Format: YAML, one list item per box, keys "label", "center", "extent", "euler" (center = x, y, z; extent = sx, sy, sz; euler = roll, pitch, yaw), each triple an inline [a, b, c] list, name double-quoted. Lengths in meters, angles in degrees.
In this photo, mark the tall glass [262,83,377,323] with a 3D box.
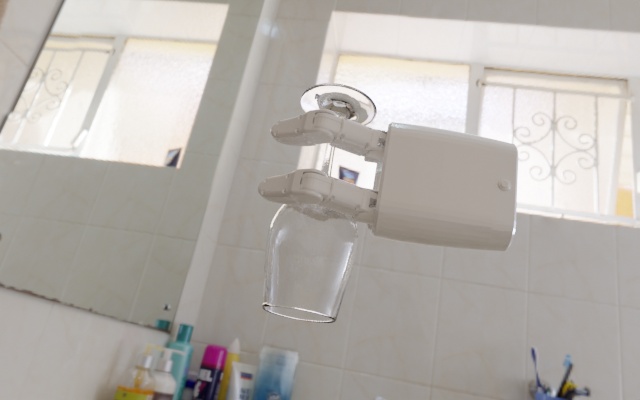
- label: "tall glass"
  center: [0.000, 0.001, 0.422]
  extent: [0.079, 0.201, 0.079]
  euler: [10, -21, 4]
